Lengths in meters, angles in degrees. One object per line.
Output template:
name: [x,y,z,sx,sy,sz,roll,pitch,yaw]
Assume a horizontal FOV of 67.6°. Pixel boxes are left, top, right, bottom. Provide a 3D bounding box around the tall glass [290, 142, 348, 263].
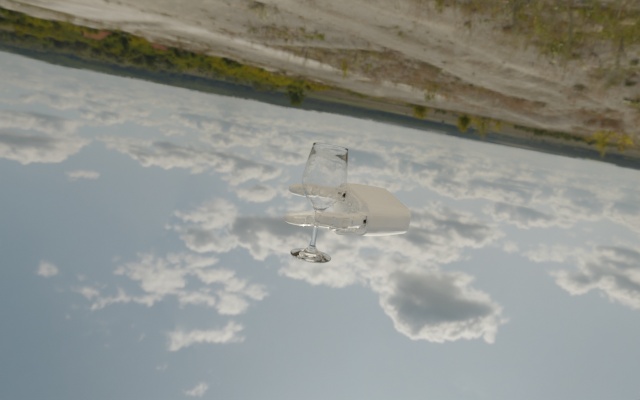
tall glass: [0.000,0.003,0.835,0.079,0.201,0.079,10,11,-2]
